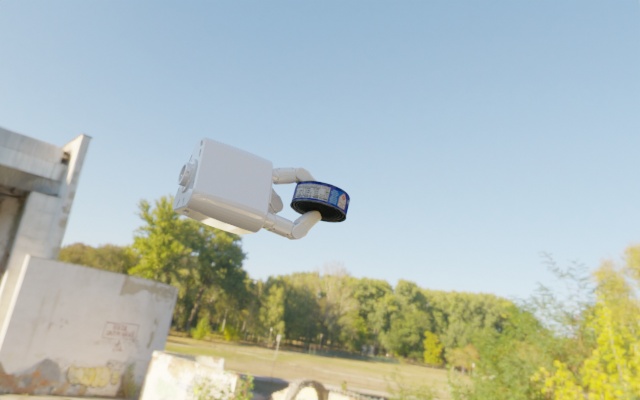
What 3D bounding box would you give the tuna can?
[{"bbox_3d":[0.000,0.002,0.709,0.086,0.033,0.086,13,-19,4],"label":"tuna can"}]
